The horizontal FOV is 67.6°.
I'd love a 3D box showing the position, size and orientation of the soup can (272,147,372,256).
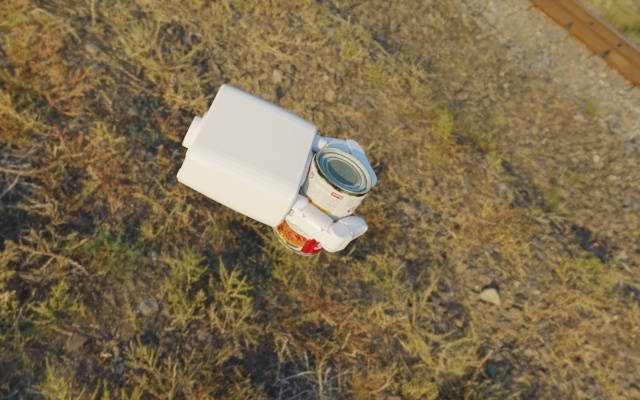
[{"bbox_3d":[0.001,0.002,0.506,0.068,0.068,0.102,0,-41,-38],"label":"soup can"}]
